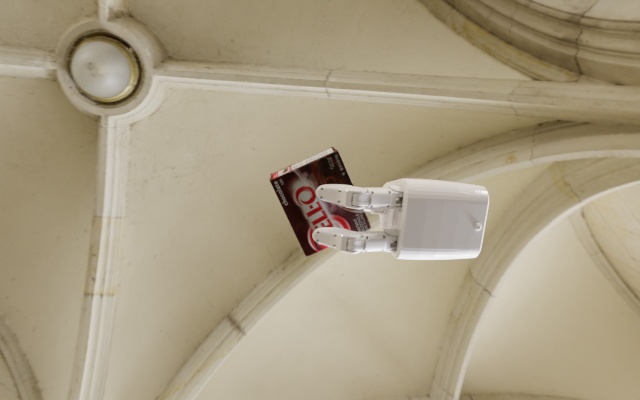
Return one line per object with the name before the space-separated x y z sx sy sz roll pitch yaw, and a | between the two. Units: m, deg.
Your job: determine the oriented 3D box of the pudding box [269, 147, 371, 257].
pudding box | 0.000 0.002 0.592 0.090 0.113 0.039 -24 15 1
